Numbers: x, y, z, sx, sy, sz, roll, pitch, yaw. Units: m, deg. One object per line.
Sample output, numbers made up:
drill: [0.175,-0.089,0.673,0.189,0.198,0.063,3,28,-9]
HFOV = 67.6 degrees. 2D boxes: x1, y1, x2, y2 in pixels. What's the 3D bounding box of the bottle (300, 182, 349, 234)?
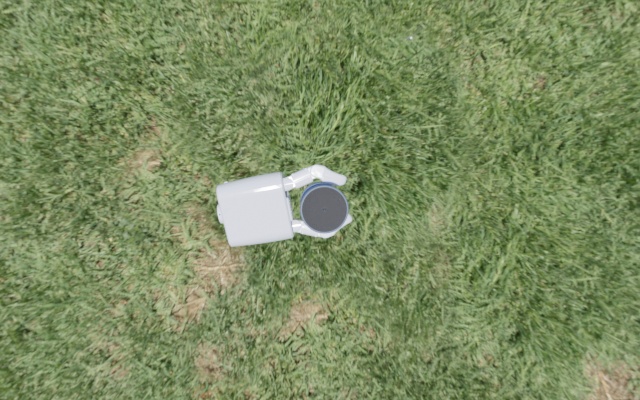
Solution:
bottle: [0.000,0.003,0.796,0.069,0.069,0.295,0,4,-2]
